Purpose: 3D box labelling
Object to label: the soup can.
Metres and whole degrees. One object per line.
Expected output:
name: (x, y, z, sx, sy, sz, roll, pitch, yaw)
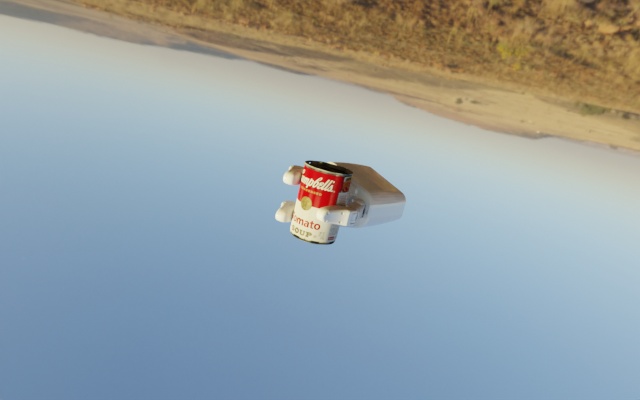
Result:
soup can: (0.000, 0.002, 0.661, 0.068, 0.102, 0.068, 13, 14, -3)
